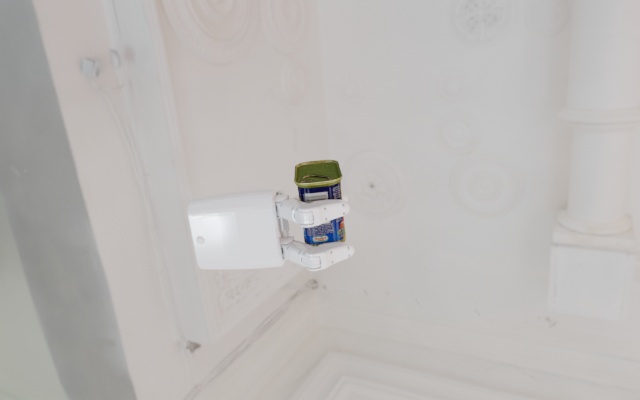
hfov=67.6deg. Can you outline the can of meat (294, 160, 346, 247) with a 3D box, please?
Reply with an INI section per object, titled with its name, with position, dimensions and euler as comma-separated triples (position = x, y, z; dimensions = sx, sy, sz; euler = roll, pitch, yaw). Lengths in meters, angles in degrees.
[can of meat]
position = 0.000, 0.002, 0.603
dimensions = 0.057, 0.084, 0.102
euler = -6, 19, 0
